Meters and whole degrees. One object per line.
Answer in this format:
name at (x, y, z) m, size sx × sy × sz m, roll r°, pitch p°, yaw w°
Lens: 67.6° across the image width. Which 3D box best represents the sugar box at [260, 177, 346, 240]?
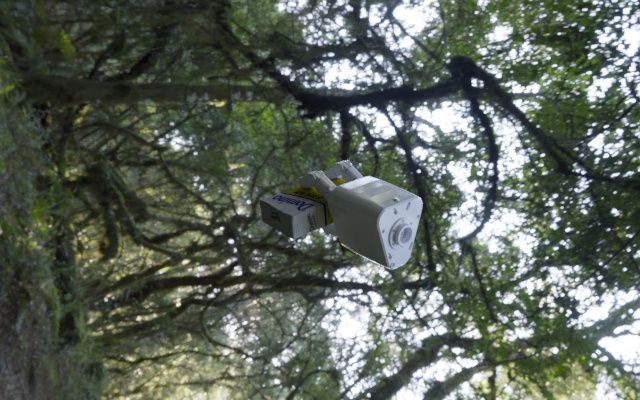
sugar box at (0.000, 0.002, 0.779) m, size 0.176 × 0.048 × 0.093 m, roll -19°, pitch 27°, yaw -34°
